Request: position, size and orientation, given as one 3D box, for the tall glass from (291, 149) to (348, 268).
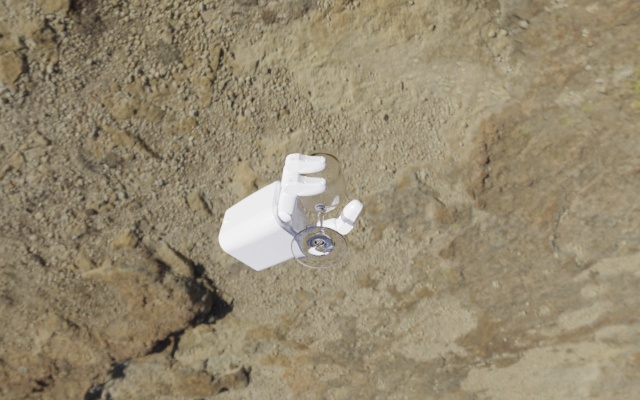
[{"bbox_3d":[0.000,0.003,0.700,0.079,0.079,0.201,0,37,2],"label":"tall glass"}]
